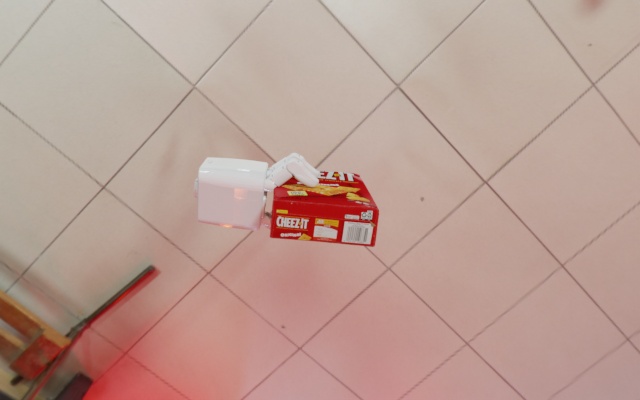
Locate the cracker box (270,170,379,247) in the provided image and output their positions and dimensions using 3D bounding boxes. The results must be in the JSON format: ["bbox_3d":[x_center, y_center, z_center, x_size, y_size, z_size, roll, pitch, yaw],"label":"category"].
[{"bbox_3d":[0.000,0.003,0.814,0.164,0.072,0.213,5,17,-5],"label":"cracker box"}]
